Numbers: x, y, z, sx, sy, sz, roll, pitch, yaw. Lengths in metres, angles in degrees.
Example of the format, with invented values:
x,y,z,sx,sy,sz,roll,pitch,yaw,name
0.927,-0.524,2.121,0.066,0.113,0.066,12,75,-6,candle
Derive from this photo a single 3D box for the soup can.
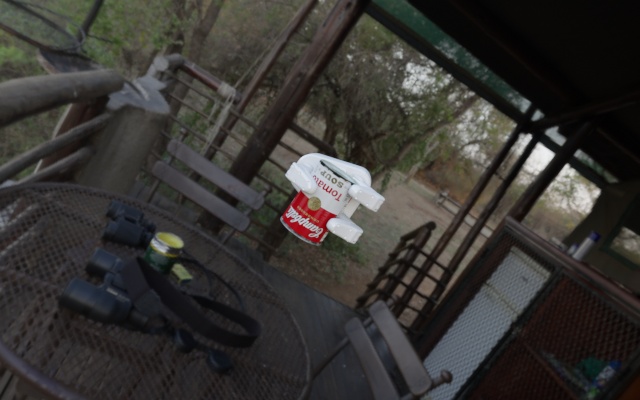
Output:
x,y,z,sx,sy,sz,roll,pitch,yaw,name
0.000,0.002,0.664,0.068,0.102,0.068,33,11,-7,soup can
